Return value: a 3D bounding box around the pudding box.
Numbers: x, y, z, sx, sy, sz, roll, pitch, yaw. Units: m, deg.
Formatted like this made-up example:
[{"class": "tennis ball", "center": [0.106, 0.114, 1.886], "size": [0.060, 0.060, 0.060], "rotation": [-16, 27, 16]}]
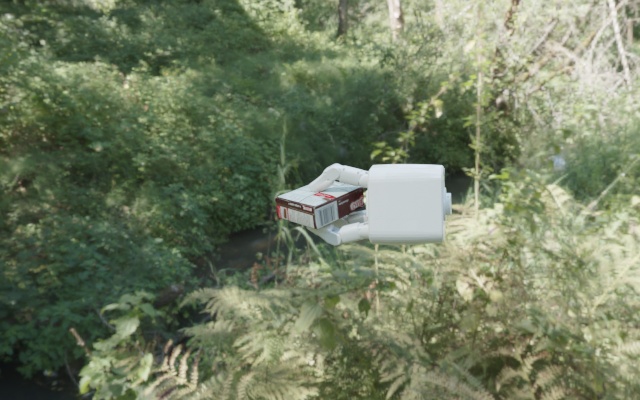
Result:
[{"class": "pudding box", "center": [0.000, 0.002, 0.747], "size": [0.090, 0.039, 0.113], "rotation": [13, 25, 43]}]
